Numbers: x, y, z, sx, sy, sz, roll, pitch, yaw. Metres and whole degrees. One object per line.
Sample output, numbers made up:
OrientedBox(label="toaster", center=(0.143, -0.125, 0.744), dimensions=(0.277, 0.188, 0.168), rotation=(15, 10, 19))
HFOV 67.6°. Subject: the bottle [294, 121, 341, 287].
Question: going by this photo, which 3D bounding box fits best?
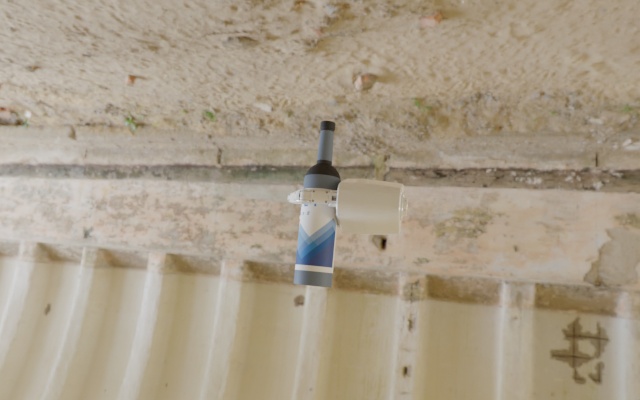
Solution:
OrientedBox(label="bottle", center=(0.000, 0.003, 0.850), dimensions=(0.069, 0.295, 0.069), rotation=(5, -9, 1))
